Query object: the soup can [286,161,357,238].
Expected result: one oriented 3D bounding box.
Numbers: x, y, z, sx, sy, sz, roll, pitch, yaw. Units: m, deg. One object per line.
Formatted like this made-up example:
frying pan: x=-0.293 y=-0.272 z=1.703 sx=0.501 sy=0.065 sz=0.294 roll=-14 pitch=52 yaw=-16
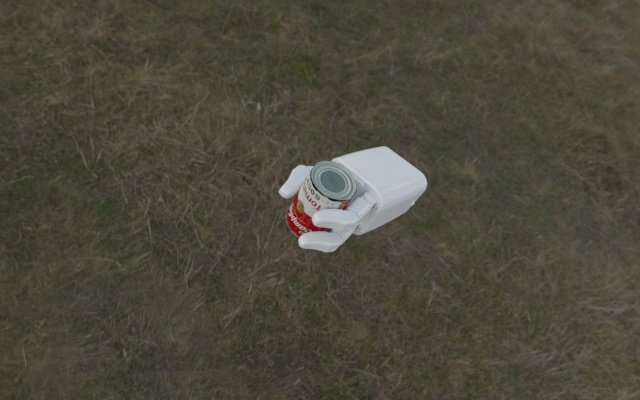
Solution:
soup can: x=0.000 y=0.002 z=0.660 sx=0.068 sy=0.068 sz=0.102 roll=0 pitch=-35 yaw=-26
